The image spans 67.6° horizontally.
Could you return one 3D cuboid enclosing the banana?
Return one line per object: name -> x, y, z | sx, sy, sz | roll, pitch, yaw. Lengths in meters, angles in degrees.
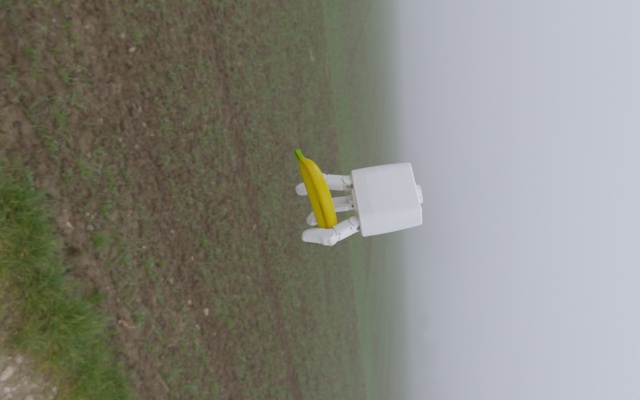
banana -> 0.002, 0.007, 0.819 | 0.037, 0.198, 0.069 | -18, 26, -2
